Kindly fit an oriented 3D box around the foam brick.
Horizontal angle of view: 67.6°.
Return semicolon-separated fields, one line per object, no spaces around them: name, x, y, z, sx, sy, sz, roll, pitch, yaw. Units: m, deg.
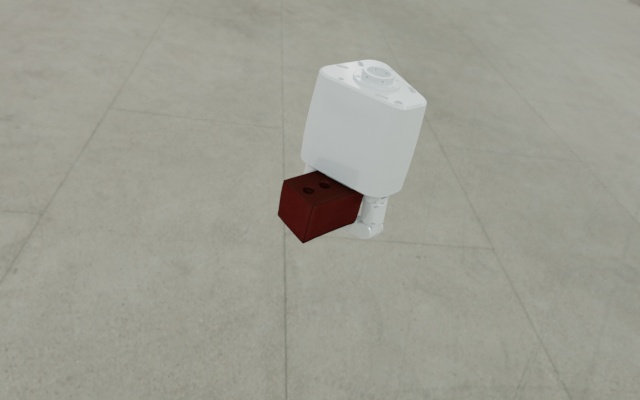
foam brick;0.000;0.002;0.525;0.078;0.051;0.053;-20;48;-35
